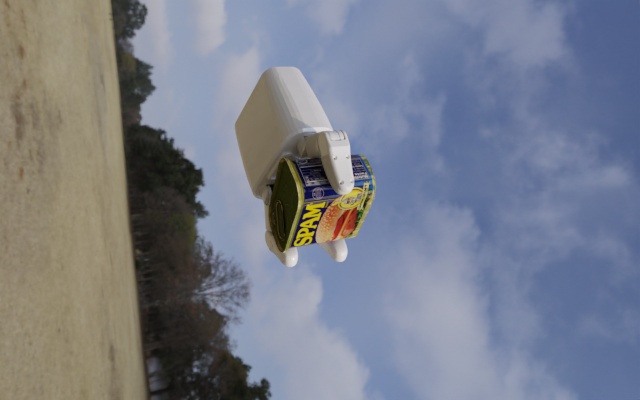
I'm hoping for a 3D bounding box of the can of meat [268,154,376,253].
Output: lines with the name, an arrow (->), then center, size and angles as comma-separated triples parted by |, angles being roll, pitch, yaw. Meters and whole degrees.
can of meat -> 0.000, 0.002, 0.480 | 0.084, 0.057, 0.102 | -8, -37, -23
